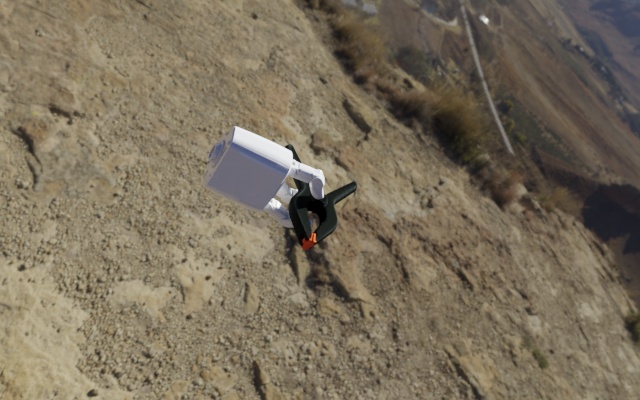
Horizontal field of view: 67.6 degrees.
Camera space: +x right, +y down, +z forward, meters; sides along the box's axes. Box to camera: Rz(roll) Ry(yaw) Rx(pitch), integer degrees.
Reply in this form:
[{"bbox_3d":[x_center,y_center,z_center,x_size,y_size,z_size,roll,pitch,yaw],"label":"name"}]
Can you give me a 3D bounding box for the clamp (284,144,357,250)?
[{"bbox_3d":[0.000,0.003,0.857,0.164,0.209,0.036,22,-45,-23],"label":"clamp"}]
